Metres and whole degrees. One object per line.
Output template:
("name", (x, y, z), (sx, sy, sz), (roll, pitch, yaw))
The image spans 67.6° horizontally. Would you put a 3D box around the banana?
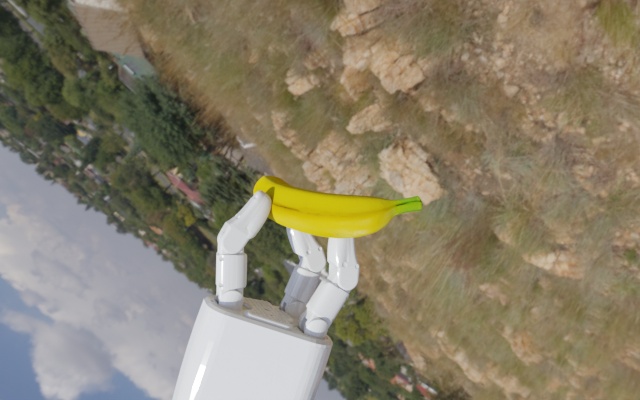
("banana", (-0.011, 0.004, 0.424), (0.069, 0.037, 0.198), (-9, 15, -44))
